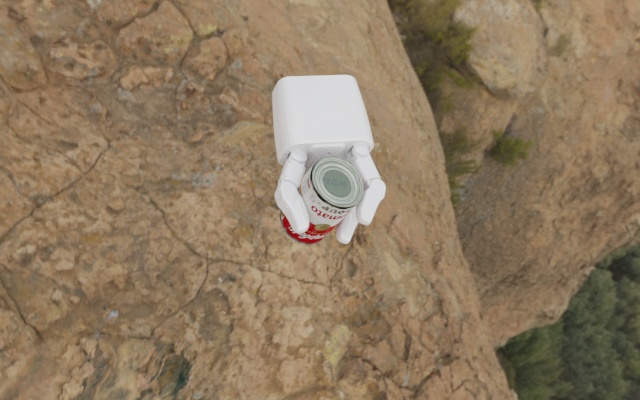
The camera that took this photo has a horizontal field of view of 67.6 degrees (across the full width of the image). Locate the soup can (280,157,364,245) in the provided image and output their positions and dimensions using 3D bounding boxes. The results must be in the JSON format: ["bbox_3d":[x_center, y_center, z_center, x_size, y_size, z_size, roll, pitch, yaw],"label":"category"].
[{"bbox_3d":[0.000,0.002,0.569,0.068,0.068,0.102,0,-27,-27],"label":"soup can"}]
